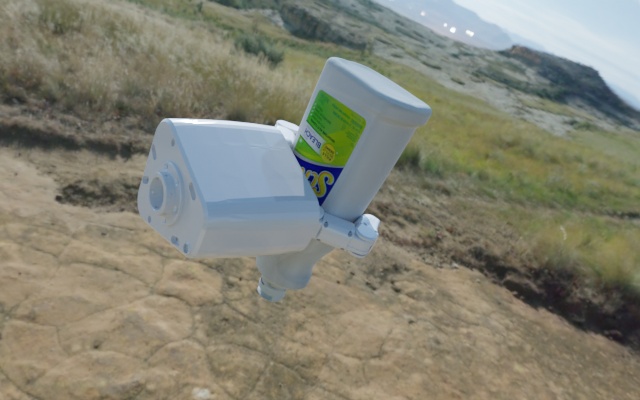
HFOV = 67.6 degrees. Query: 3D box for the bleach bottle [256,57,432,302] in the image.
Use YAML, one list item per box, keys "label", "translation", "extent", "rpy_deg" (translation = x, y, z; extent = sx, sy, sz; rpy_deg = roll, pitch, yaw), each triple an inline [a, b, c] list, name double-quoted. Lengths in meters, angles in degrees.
- label: "bleach bottle"
  translation: [0.000, 0.001, 0.455]
  extent: [0.068, 0.251, 0.102]
  rpy_deg: [-1, 36, -44]
